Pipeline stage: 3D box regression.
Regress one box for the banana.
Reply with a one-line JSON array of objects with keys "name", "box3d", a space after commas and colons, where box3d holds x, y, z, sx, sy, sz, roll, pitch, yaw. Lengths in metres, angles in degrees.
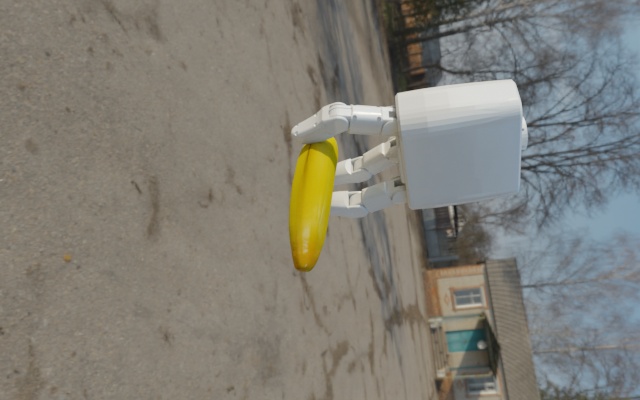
[{"name": "banana", "box3d": [-0.003, -0.016, 0.457, 0.037, 0.070, 0.197, -5, 29, 10]}]
